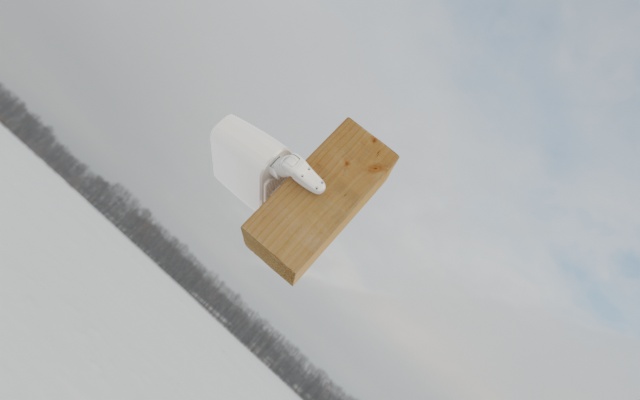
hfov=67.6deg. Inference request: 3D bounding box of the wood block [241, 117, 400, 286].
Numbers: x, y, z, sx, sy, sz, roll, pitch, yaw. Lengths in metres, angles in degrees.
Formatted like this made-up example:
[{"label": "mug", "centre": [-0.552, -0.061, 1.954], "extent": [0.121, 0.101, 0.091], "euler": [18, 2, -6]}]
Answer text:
[{"label": "wood block", "centre": [0.000, 0.002, 0.634], "extent": [0.090, 0.206, 0.091], "euler": [39, -18, 10]}]
